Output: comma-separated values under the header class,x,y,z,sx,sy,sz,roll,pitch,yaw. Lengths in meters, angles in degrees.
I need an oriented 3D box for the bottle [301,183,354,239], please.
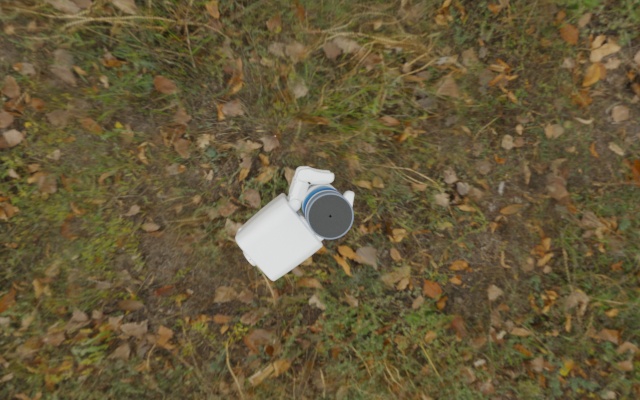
class,x,y,z,sx,sy,sz,roll,pitch,yaw
bottle,0.000,0.003,0.811,0.069,0.069,0.295,0,8,-5
